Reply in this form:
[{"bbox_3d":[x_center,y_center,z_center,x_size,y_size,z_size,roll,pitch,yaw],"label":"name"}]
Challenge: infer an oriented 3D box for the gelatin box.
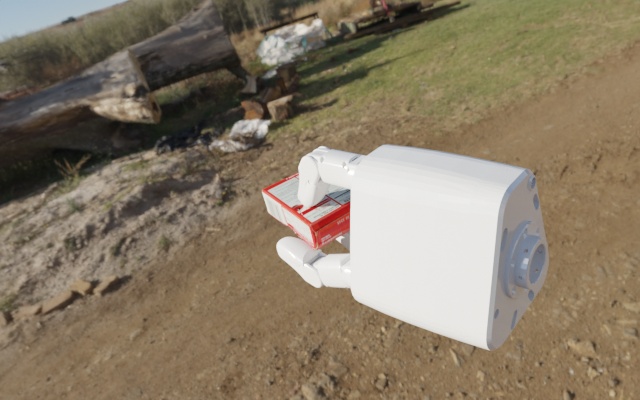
[{"bbox_3d":[0.000,0.001,0.439,0.073,0.030,0.089,-28,36,-24],"label":"gelatin box"}]
